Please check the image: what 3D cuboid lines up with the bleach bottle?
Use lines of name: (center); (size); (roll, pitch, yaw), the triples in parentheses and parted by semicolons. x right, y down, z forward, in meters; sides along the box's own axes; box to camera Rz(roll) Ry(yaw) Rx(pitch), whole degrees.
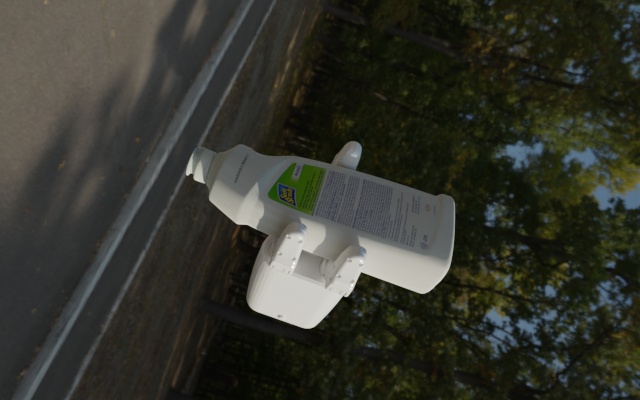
bleach bottle: (0.000, 0.002, 0.457); (0.251, 0.102, 0.068); (21, -42, -5)
